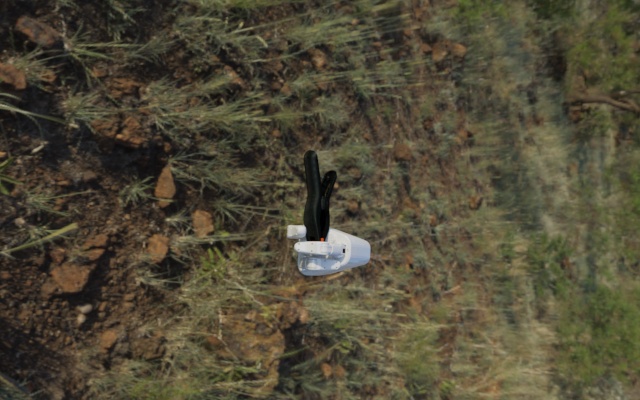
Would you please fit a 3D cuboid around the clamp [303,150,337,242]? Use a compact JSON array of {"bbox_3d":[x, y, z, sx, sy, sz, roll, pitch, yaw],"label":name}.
[{"bbox_3d":[0.001,0.003,0.874,0.039,0.171,0.120,-1,-8,29],"label":"clamp"}]
